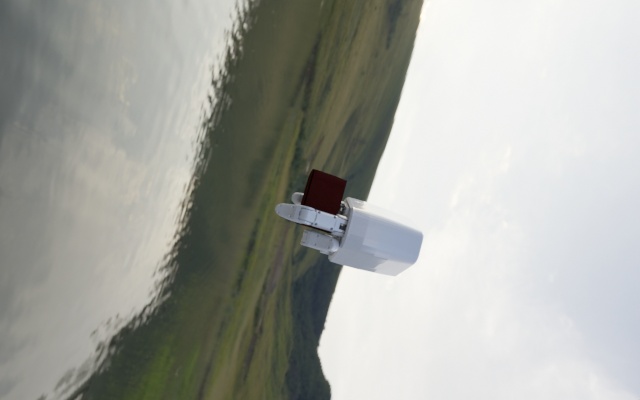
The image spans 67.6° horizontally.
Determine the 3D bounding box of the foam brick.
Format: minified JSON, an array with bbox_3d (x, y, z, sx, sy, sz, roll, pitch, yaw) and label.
[{"bbox_3d":[0.000,0.002,0.679,0.051,0.078,0.053,16,-6,-5],"label":"foam brick"}]
